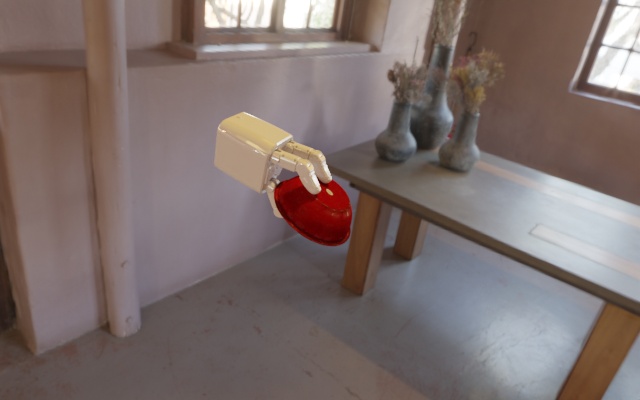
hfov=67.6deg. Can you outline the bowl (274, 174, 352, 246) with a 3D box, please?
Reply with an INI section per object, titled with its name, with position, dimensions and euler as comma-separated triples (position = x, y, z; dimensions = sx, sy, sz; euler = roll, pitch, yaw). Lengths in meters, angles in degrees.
[bowl]
position = 0.001, 0.003, 0.849
dimensions = 0.162, 0.162, 0.055
euler = 0, -43, -46
